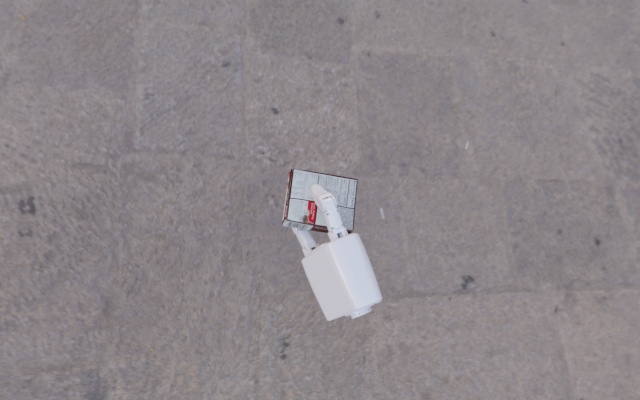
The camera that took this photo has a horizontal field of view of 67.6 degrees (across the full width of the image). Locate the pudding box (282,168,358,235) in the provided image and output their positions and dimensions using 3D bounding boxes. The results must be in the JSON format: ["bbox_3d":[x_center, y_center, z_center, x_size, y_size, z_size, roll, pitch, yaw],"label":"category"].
[{"bbox_3d":[0.000,0.003,0.765,0.113,0.090,0.039,10,-18,-11],"label":"pudding box"}]
